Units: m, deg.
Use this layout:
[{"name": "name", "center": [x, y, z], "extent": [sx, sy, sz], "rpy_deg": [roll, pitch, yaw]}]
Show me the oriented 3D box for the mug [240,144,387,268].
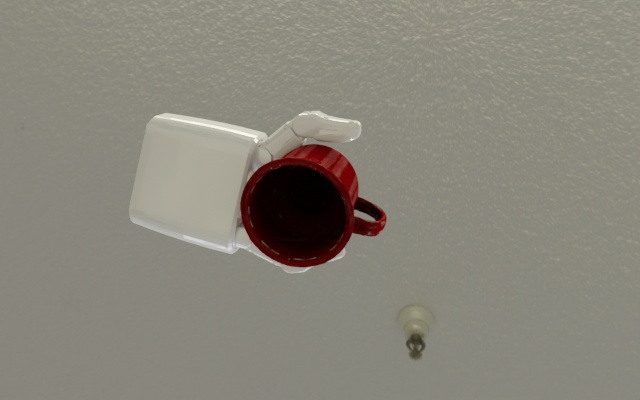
[{"name": "mug", "center": [0.002, 0.002, 0.411], "extent": [0.117, 0.093, 0.081], "rpy_deg": [14, 22, 7]}]
